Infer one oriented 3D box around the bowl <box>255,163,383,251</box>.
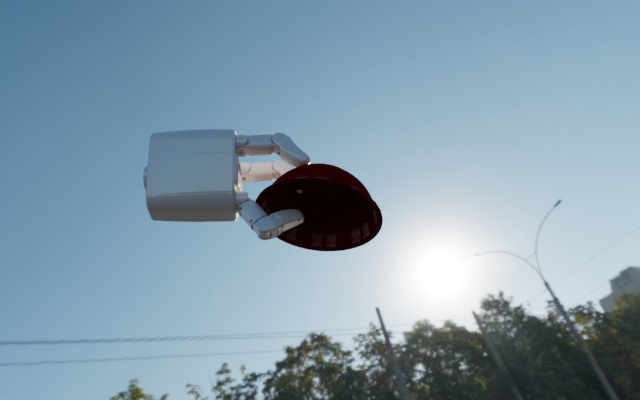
[{"bbox_3d":[0.001,0.002,0.613,0.162,0.055,0.162,6,-36,4],"label":"bowl"}]
